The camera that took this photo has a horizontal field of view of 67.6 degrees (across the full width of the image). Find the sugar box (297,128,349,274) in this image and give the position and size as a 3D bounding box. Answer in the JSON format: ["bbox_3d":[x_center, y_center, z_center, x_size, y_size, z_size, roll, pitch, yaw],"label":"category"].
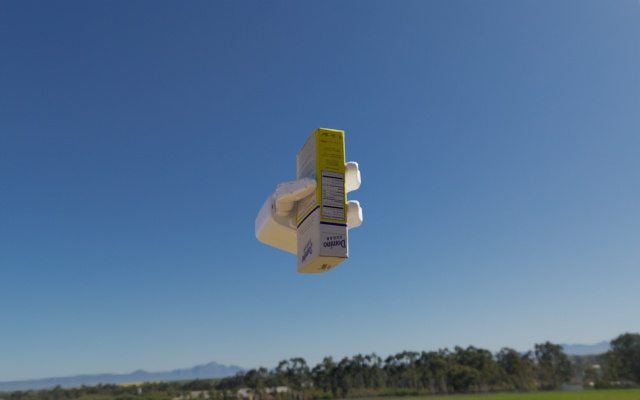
[{"bbox_3d":[0.001,0.002,0.636,0.048,0.176,0.093,4,-21,-19],"label":"sugar box"}]
